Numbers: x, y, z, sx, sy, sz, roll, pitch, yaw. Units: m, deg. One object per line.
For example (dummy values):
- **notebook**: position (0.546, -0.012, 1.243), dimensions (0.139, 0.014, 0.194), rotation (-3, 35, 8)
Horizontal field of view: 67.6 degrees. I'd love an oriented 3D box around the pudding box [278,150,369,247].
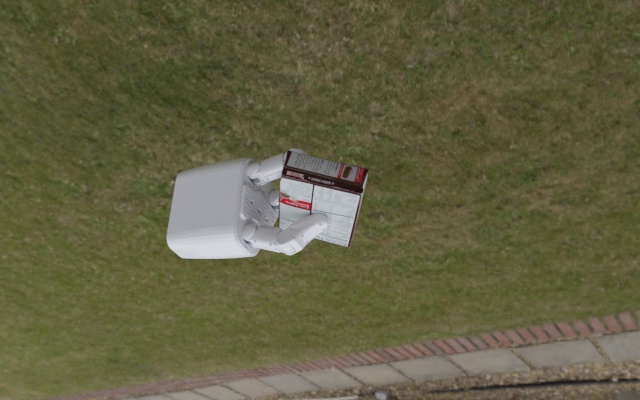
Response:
- **pudding box**: position (0.000, 0.002, 0.533), dimensions (0.090, 0.039, 0.114), rotation (13, -34, 4)
